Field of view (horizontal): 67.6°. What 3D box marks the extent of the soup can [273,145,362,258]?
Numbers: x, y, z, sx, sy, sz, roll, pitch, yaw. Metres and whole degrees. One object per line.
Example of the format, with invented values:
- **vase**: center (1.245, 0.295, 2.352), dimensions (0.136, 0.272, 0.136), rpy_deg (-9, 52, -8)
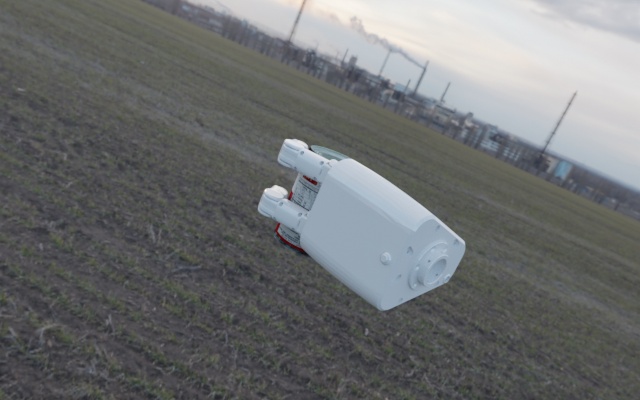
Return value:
- **soup can**: center (0.000, 0.001, 0.503), dimensions (0.068, 0.102, 0.068), rpy_deg (22, 16, -6)
